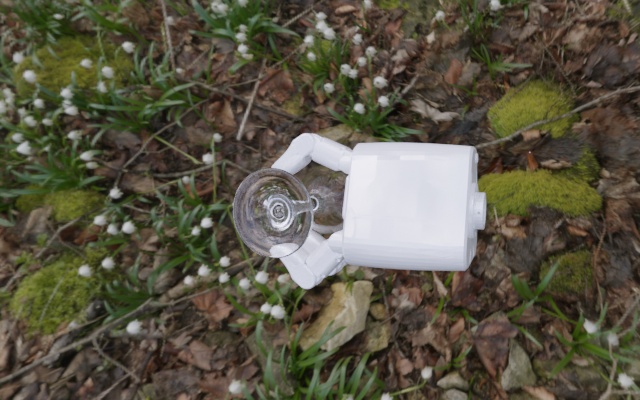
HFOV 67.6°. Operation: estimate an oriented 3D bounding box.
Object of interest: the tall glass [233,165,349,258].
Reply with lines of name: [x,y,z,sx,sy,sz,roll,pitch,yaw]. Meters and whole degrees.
tall glass: [0.000,0.002,0.478,0.079,0.079,0.201,0,5,23]
